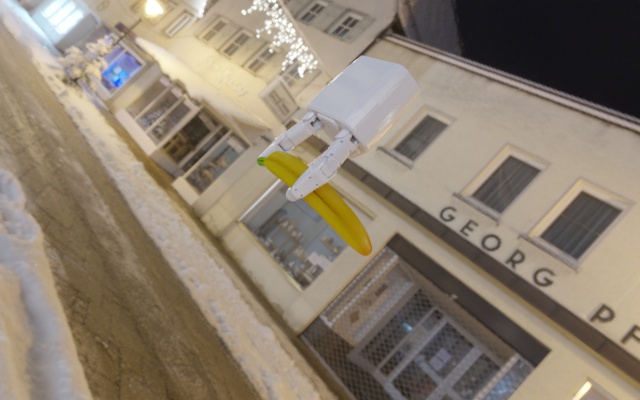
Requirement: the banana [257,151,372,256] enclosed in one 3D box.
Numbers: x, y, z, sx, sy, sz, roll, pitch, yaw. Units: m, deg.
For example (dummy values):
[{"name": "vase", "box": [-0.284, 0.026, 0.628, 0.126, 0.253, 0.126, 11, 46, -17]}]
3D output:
[{"name": "banana", "box": [-0.001, -0.003, 0.613, 0.198, 0.037, 0.069, 43, -8, 3]}]
